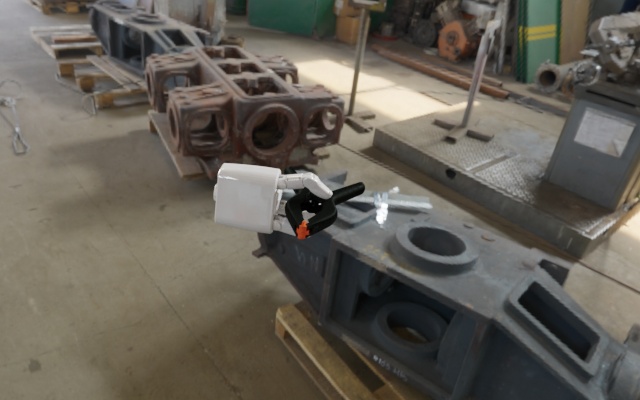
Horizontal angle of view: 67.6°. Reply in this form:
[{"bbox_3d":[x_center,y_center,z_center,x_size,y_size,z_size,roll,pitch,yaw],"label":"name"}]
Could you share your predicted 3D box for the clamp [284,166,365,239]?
[{"bbox_3d":[0.000,0.002,0.877,0.164,0.036,0.209,9,32,1],"label":"clamp"}]
